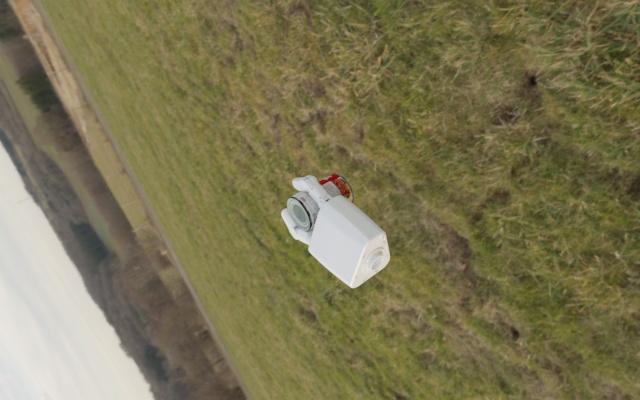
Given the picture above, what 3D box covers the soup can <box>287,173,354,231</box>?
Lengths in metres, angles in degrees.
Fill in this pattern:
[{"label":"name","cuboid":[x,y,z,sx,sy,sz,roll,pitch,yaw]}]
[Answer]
[{"label":"soup can","cuboid":[0.000,0.003,0.849,0.102,0.068,0.068,-30,15,-28]}]
